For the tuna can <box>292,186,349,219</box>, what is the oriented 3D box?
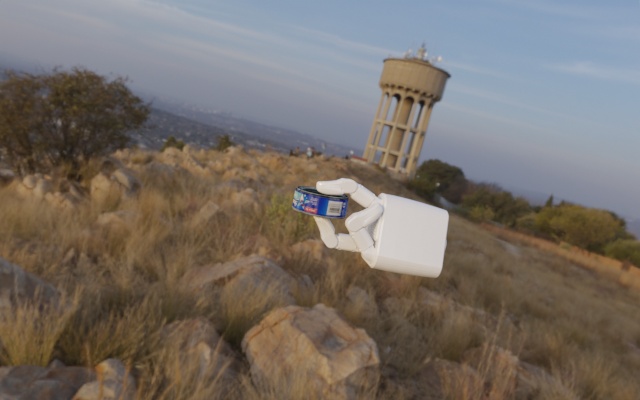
[{"bbox_3d":[0.000,0.002,0.743,0.086,0.034,0.086,10,8,-2],"label":"tuna can"}]
